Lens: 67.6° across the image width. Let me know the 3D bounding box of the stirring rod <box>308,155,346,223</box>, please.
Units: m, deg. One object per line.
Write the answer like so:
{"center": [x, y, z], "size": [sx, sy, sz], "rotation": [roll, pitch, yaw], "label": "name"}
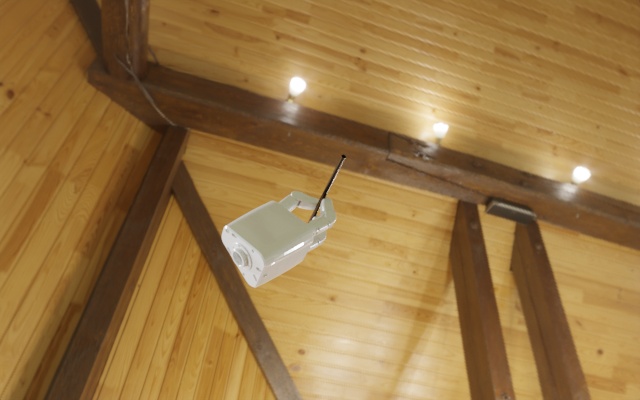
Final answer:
{"center": [0.000, 0.003, 0.864], "size": [0.011, 0.011, 0.240], "rotation": [0, -38, -24], "label": "stirring rod"}
